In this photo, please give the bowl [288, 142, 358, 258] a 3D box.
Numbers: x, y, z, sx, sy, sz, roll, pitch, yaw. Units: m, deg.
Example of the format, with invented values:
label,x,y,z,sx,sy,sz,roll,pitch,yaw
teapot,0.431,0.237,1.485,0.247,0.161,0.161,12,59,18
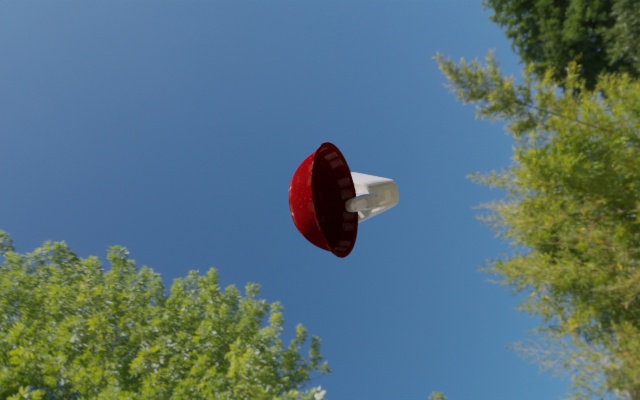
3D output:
label,x,y,z,sx,sy,sz,roll,pitch,yaw
bowl,-0.001,0.002,0.670,0.055,0.162,0.162,-8,-3,23
